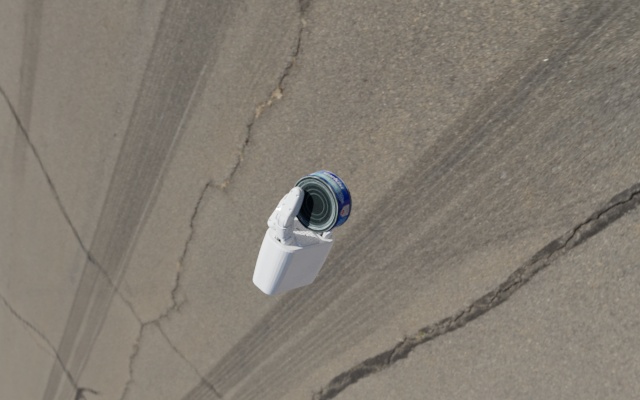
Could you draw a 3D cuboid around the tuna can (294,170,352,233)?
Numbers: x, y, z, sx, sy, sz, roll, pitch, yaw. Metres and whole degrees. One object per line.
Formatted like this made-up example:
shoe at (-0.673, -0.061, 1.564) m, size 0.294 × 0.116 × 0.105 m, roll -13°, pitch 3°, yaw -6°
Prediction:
tuna can at (0.000, 0.002, 0.680) m, size 0.086 × 0.086 × 0.033 m, roll 0°, pitch 14°, yaw 38°
